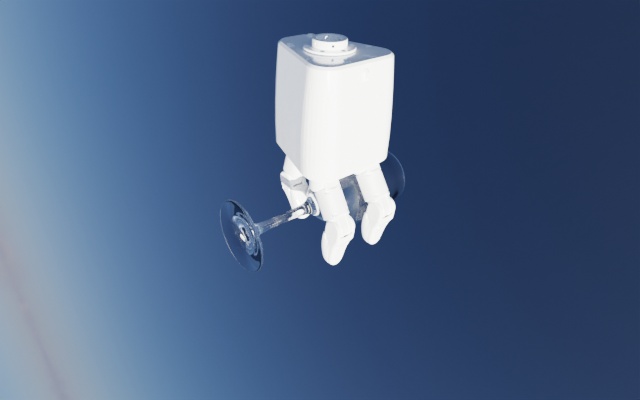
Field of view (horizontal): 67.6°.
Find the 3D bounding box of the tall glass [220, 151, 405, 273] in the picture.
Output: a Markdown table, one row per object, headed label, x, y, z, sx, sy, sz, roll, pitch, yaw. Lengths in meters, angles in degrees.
| label | x | y | z | sx | sy | sz | roll | pitch | yaw |
| --- | --- | --- | --- | --- | --- | --- | --- | --- | --- |
| tall glass | 0.000 | 0.002 | 0.508 | 0.201 | 0.079 | 0.079 | -23 | 13 | -33 |
